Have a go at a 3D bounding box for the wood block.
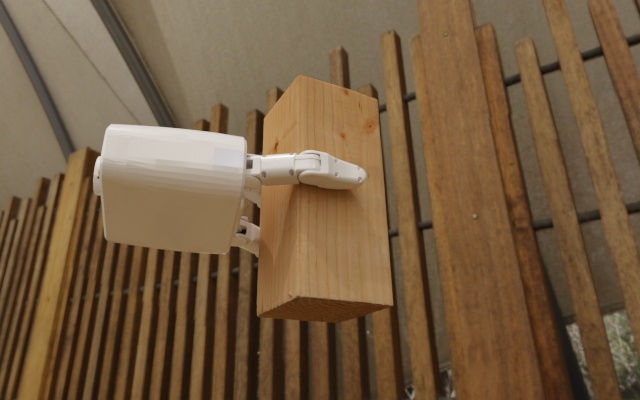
[{"bbox_3d":[0.000,0.001,0.448,0.090,0.206,0.091,11,-26,-27],"label":"wood block"}]
